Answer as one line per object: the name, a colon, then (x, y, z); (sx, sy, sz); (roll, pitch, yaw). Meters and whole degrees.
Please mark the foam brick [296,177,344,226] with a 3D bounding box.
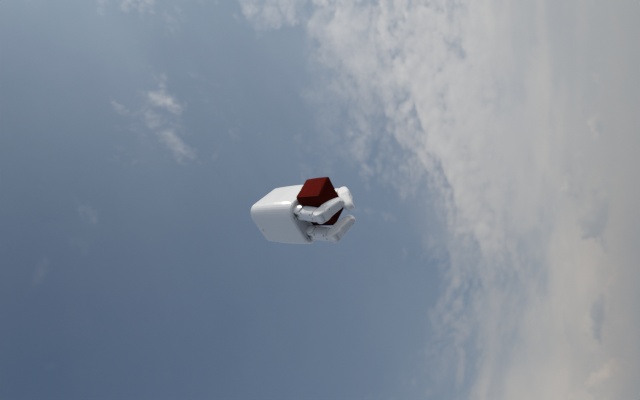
foam brick: (0.000, 0.003, 0.885); (0.051, 0.078, 0.053); (-2, 42, 35)
